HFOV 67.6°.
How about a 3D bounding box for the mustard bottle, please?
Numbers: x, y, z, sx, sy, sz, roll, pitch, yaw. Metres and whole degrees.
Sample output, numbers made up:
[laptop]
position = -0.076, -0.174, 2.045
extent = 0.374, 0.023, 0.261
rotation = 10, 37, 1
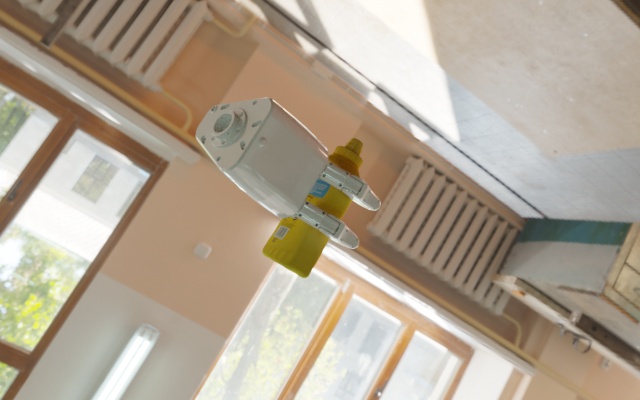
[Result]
[mustard bottle]
position = 0.000, 0.002, 0.619
extent = 0.058, 0.191, 0.096
rotation = 34, -10, -22
